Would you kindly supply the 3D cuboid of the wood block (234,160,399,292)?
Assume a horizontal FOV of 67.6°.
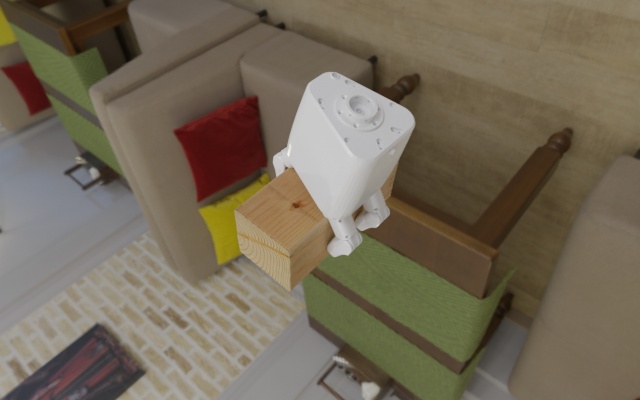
[{"bbox_3d":[0.000,0.002,0.608,0.091,0.090,0.206,35,57,24],"label":"wood block"}]
